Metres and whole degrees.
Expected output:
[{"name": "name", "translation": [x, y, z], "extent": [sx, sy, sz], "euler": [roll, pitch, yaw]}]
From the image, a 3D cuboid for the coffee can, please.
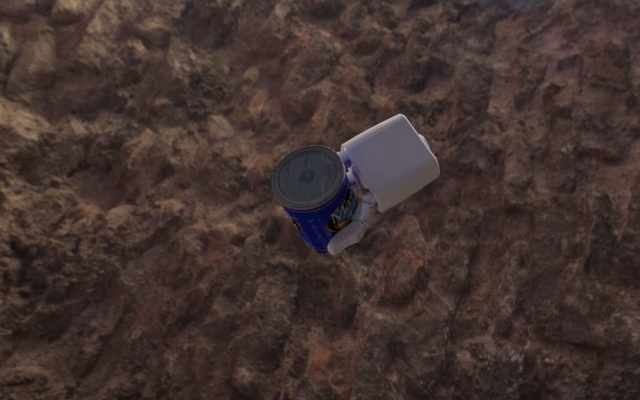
[{"name": "coffee can", "translation": [0.000, 0.002, 0.697], "extent": [0.103, 0.102, 0.140], "euler": [0, -32, 18]}]
